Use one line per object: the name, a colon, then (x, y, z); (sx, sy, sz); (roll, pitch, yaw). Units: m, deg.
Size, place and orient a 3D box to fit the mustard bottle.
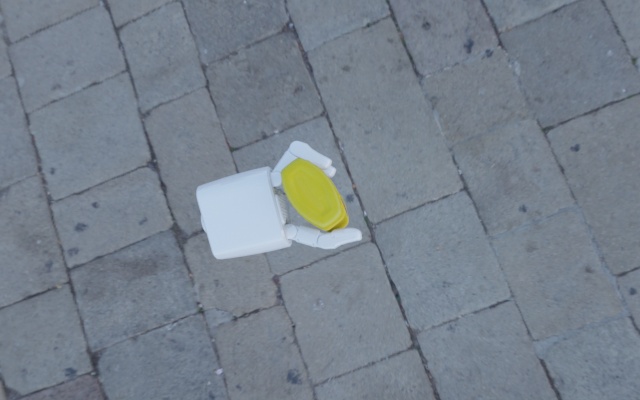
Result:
mustard bottle: (0.000, 0.002, 0.679); (0.058, 0.096, 0.191); (-39, -11, 1)
